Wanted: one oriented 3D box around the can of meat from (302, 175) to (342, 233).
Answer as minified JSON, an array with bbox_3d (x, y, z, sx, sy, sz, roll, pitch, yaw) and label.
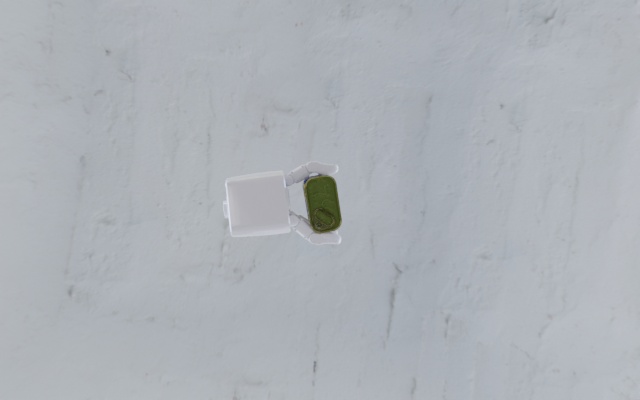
[{"bbox_3d":[0.000,0.003,0.886,0.057,0.102,0.084,-10,7,-6],"label":"can of meat"}]
